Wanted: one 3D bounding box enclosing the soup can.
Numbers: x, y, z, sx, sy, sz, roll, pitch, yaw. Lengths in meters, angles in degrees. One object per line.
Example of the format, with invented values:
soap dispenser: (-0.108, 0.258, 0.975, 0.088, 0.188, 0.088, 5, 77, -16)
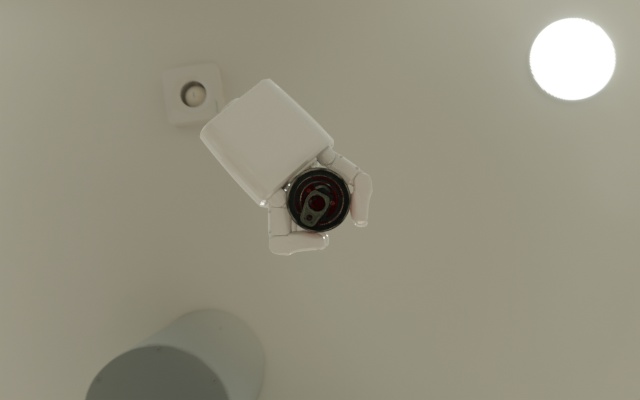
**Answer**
soup can: (0.001, 0.002, 0.541, 0.068, 0.068, 0.102, 0, -3, 3)
